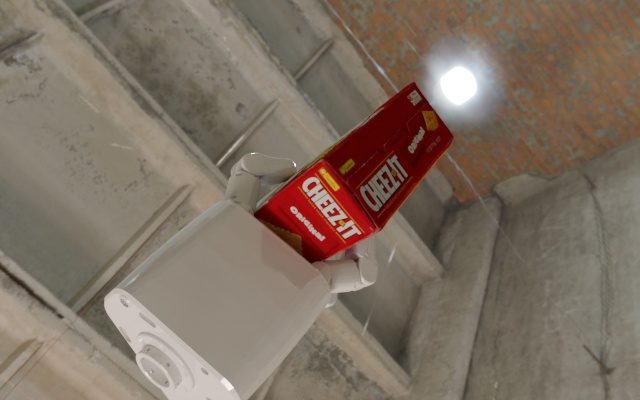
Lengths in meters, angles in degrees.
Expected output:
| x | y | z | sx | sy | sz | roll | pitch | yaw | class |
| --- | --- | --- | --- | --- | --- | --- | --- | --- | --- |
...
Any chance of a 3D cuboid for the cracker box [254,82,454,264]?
| x | y | z | sx | sy | sz | roll | pitch | yaw | class |
| --- | --- | --- | --- | --- | --- | --- | --- | --- | --- |
| 0.000 | 0.001 | 0.441 | 0.214 | 0.072 | 0.164 | -34 | 8 | 45 | cracker box |
